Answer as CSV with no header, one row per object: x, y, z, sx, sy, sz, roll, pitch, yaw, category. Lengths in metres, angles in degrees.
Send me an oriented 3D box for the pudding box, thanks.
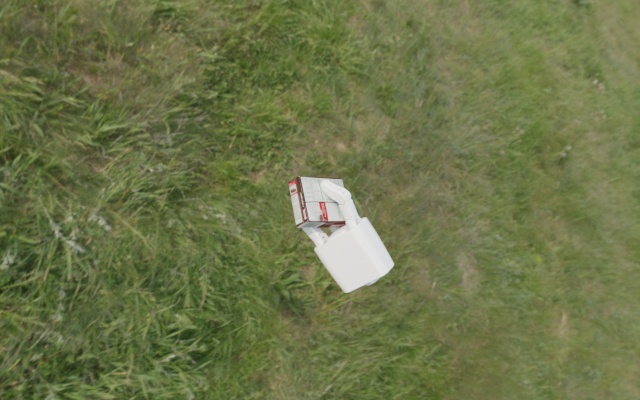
0.000,0.003,0.890,0.113,0.090,0.039,2,-21,-43,pudding box
